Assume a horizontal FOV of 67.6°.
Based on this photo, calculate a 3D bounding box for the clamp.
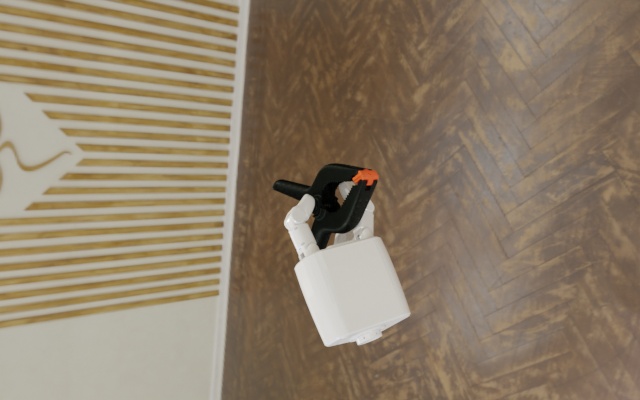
[{"bbox_3d":[0.000,0.002,0.661,0.036,0.164,0.210,-5,-27,-38],"label":"clamp"}]
